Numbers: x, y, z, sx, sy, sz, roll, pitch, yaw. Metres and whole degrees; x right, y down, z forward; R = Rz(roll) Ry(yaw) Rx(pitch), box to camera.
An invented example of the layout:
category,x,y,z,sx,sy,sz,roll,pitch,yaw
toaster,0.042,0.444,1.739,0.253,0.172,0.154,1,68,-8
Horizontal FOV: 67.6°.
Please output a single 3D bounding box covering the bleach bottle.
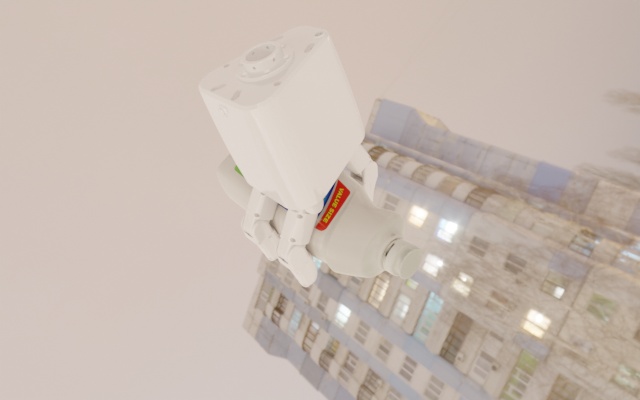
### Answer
category,x,y,z,sx,sy,sz,roll,pitch,yaw
bleach bottle,0.000,0.002,0.481,0.102,0.068,0.250,-42,45,-20
